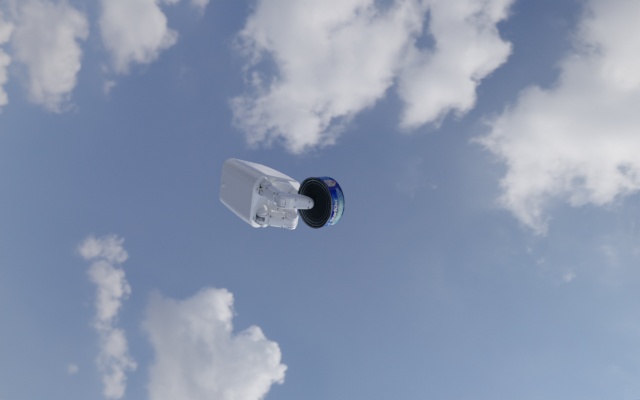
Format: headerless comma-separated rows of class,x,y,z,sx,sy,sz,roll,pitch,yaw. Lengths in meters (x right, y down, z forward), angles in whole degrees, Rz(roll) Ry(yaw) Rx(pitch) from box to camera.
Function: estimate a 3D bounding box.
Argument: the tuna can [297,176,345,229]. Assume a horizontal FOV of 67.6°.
tuna can,0.001,0.003,0.798,0.034,0.086,0.086,-8,5,-42
